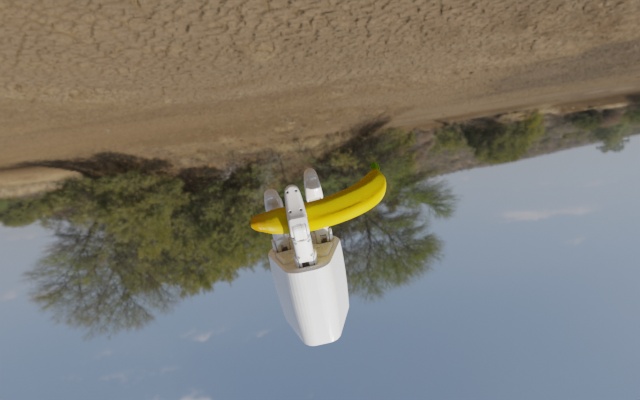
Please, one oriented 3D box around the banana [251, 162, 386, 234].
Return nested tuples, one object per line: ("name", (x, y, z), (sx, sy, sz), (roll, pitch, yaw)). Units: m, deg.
("banana", (0.012, 0.005, 0.598), (0.198, 0.037, 0.069), (-23, 25, -23))
